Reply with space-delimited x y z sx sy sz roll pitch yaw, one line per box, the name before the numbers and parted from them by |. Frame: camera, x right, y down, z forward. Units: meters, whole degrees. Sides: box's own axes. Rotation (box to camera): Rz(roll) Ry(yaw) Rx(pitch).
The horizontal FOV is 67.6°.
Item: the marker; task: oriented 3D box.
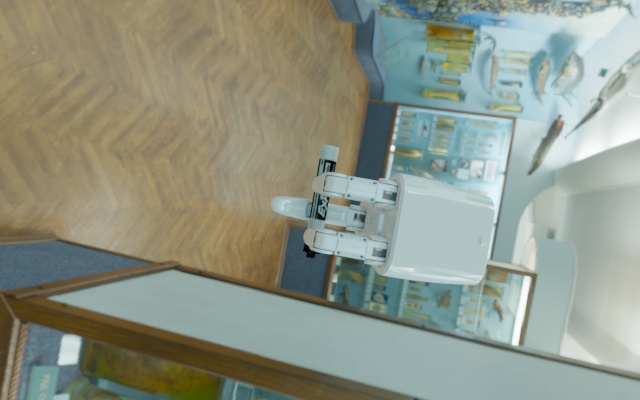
marker | 0.000 0.002 0.510 0.020 0.121 0.020 10 -1 0
